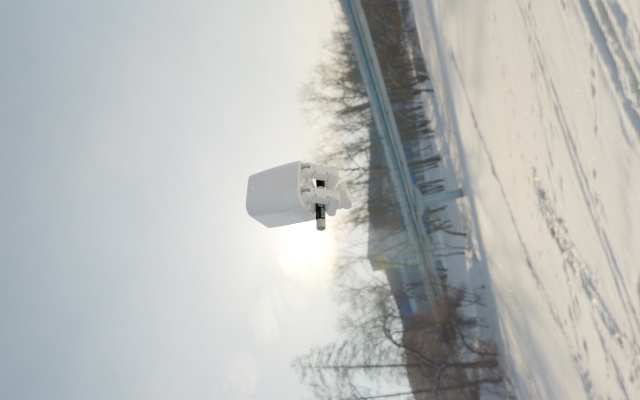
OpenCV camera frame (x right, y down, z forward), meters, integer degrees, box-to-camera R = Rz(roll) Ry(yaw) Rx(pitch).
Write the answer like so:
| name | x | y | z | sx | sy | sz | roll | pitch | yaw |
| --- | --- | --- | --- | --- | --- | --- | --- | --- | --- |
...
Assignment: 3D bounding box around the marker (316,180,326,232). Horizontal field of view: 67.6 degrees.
| name | x | y | z | sx | sy | sz | roll | pitch | yaw |
| --- | --- | --- | --- | --- | --- | --- | --- | --- | --- |
| marker | 0.000 | 0.003 | 0.874 | 0.020 | 0.121 | 0.020 | 0 | -39 | 0 |
